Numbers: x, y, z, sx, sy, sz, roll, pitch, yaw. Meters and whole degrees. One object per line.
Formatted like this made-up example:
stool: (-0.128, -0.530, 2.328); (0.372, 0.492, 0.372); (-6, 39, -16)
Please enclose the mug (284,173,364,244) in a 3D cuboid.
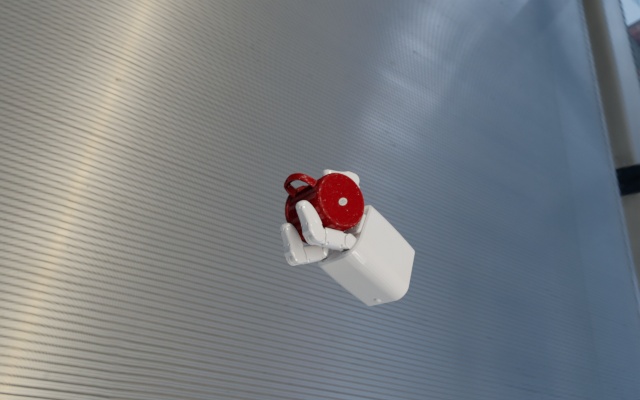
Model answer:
mug: (-0.001, 0.001, 0.679); (0.117, 0.093, 0.081); (42, -36, -15)
